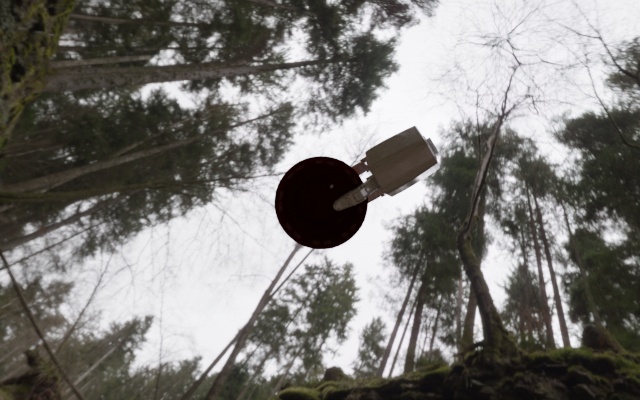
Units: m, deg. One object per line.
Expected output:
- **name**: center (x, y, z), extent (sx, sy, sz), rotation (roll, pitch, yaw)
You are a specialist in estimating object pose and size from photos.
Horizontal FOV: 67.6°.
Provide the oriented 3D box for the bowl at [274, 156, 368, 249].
- **bowl**: center (-0.001, 0.003, 0.844), extent (0.162, 0.162, 0.055), rotation (0, 4, -4)
